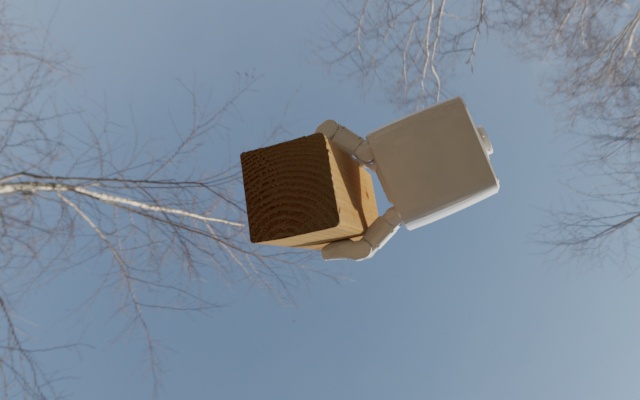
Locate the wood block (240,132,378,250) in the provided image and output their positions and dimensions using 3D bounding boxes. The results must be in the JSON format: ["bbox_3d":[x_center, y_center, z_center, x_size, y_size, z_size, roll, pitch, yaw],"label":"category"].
[{"bbox_3d":[0.001,0.002,0.535,0.090,0.091,0.206,-12,-11,16],"label":"wood block"}]
